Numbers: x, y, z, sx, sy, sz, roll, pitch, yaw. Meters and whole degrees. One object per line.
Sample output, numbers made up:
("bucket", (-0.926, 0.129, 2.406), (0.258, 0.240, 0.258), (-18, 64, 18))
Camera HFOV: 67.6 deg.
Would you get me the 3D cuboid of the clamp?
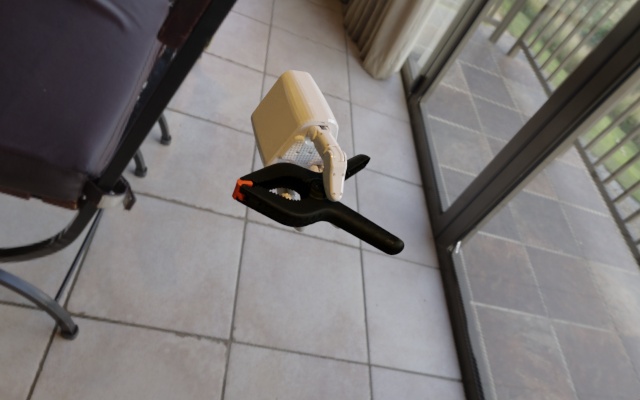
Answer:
("clamp", (0.000, 0.001, 0.586), (0.210, 0.164, 0.036), (-1, -41, -28))
